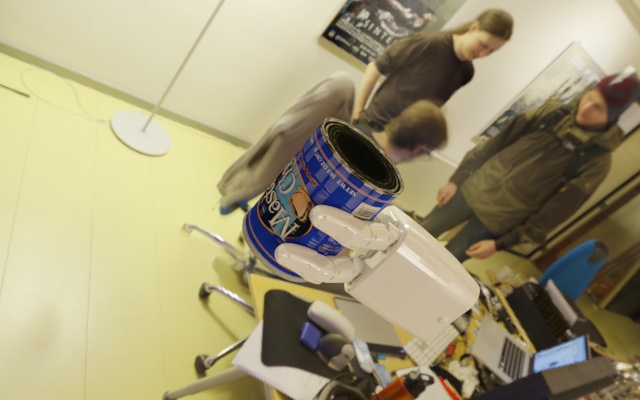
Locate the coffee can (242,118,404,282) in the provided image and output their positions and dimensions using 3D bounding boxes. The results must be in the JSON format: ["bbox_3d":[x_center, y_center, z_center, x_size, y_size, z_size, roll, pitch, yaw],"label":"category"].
[{"bbox_3d":[0.000,0.002,0.489,0.140,0.102,0.103,-47,-26,27],"label":"coffee can"}]
